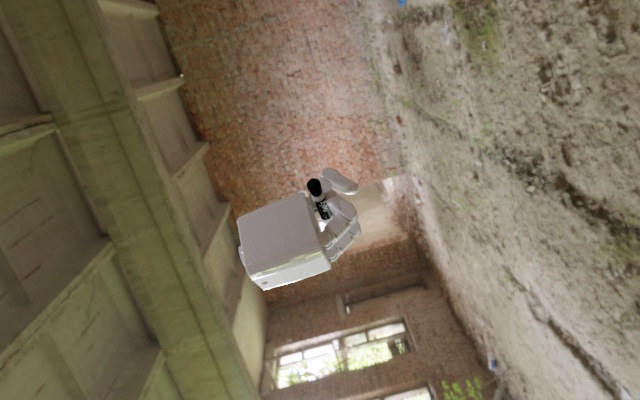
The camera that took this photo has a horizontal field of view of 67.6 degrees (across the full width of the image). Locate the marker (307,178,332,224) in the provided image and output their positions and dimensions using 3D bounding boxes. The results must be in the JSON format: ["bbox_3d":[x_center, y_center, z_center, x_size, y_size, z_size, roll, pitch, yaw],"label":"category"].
[{"bbox_3d":[0.000,0.002,0.671,0.020,0.020,0.121,0,-25,11],"label":"marker"}]
